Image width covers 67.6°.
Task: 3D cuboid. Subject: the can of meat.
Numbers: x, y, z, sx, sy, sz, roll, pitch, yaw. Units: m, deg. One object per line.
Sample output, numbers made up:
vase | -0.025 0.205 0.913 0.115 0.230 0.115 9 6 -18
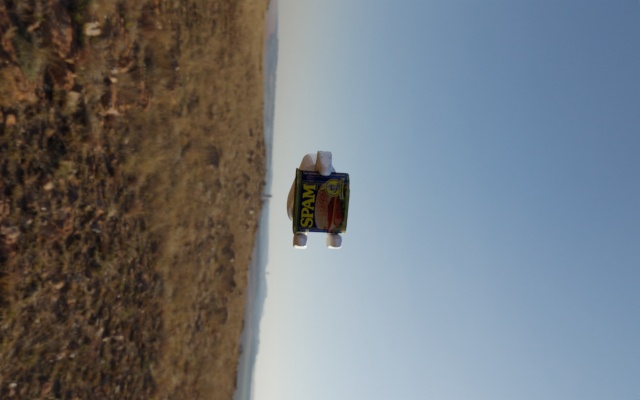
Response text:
can of meat | 0.000 0.002 0.758 0.084 0.102 0.057 3 14 -7
